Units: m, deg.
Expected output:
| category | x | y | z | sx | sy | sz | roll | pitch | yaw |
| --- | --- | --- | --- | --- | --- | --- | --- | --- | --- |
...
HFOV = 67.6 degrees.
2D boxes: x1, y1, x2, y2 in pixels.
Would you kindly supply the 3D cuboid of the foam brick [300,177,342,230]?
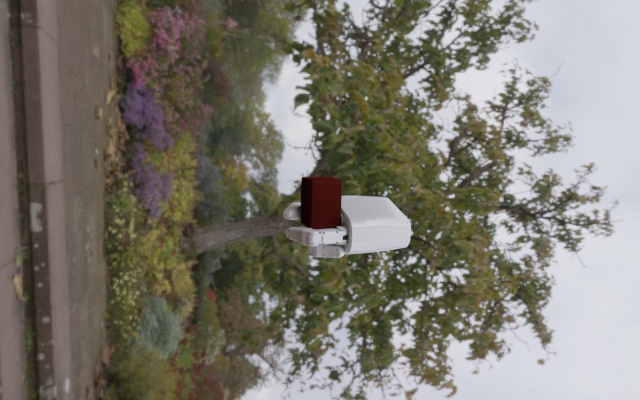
| category | x | y | z | sx | sy | sz | roll | pitch | yaw |
| --- | --- | --- | --- | --- | --- | --- | --- | --- | --- |
| foam brick | 0.000 | 0.002 | 0.748 | 0.051 | 0.078 | 0.053 | -2 | 10 | -18 |
